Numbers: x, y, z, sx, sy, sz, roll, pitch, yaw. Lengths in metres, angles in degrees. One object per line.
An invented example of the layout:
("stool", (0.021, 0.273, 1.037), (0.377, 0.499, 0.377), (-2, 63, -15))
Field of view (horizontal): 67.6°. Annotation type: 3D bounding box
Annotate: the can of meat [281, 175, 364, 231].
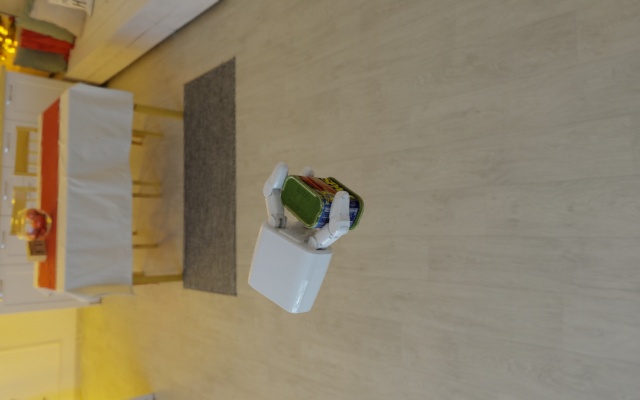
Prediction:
("can of meat", (0.000, 0.002, 0.717), (0.084, 0.057, 0.102), (3, 25, -41))
